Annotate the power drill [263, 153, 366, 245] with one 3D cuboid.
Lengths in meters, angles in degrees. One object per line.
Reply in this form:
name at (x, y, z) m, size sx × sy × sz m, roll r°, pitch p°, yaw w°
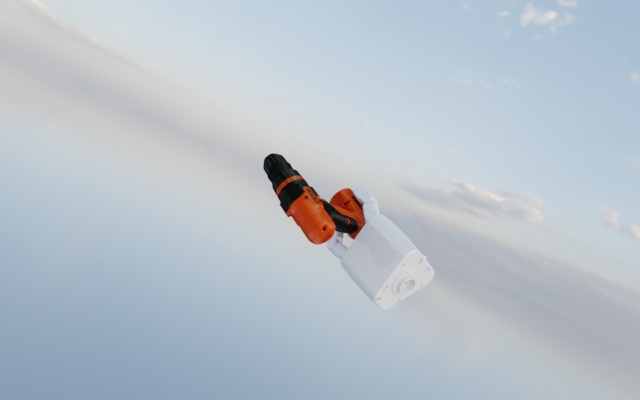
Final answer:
power drill at (0.001, 0.003, 0.806) m, size 0.057 × 0.184 × 0.188 m, roll -47°, pitch -32°, yaw 22°
